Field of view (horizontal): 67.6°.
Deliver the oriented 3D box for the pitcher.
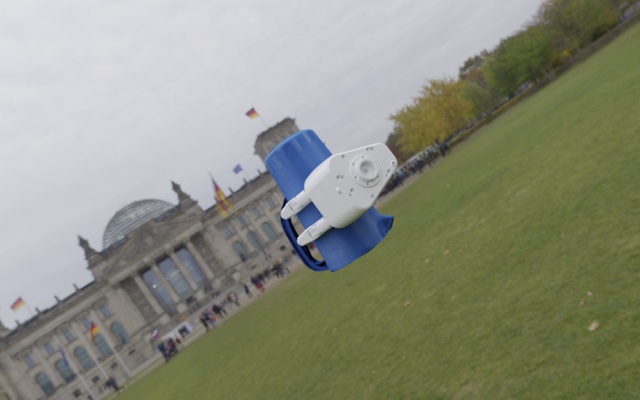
[{"bbox_3d":[0.000,0.003,0.861,0.149,0.243,0.145,-34,-3,-23],"label":"pitcher"}]
